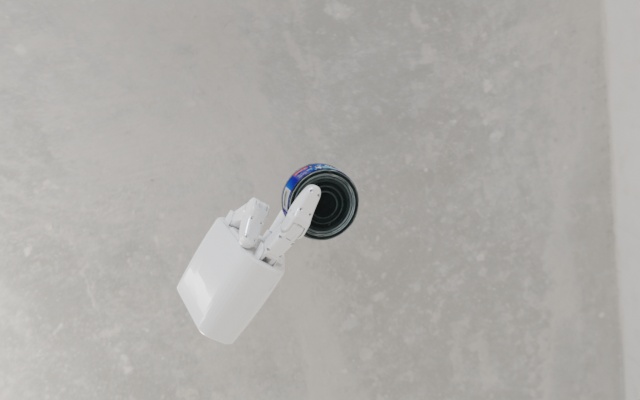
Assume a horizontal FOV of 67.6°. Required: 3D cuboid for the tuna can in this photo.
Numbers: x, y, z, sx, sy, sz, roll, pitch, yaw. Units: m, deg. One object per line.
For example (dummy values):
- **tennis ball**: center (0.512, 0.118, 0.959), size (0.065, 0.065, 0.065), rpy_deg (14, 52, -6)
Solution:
- **tuna can**: center (0.000, 0.002, 0.549), size (0.086, 0.086, 0.033), rpy_deg (0, 14, -18)
